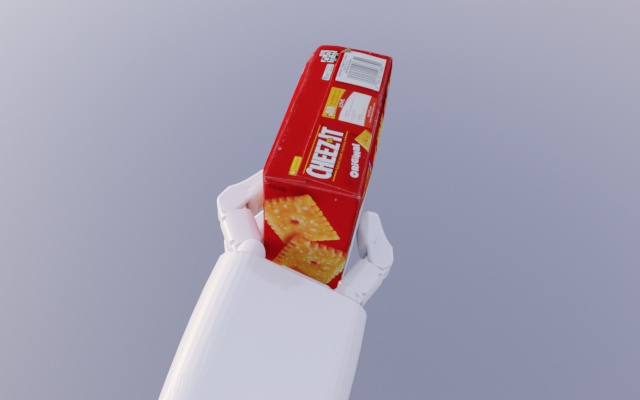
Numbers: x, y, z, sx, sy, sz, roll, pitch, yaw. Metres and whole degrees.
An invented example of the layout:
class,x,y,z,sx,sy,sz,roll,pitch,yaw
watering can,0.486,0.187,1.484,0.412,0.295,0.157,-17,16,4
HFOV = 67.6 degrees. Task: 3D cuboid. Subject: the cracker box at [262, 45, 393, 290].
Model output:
class,x,y,z,sx,sy,sz,roll,pitch,yaw
cracker box,0.000,0.001,0.418,0.072,0.164,0.214,13,-40,3
